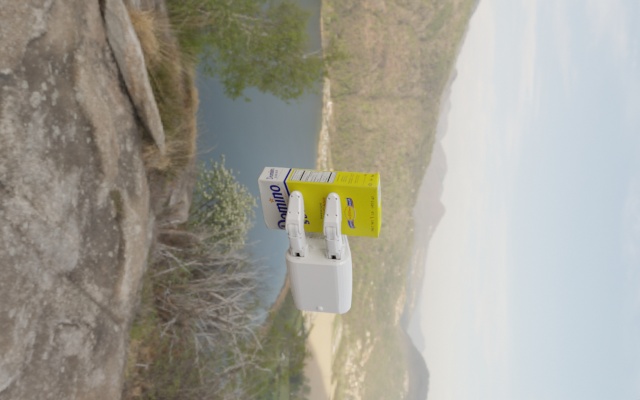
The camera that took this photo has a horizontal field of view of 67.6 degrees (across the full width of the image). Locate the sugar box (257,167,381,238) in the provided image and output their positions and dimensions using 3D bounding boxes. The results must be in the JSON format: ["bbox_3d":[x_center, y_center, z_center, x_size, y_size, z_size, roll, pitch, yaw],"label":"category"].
[{"bbox_3d":[0.000,0.003,0.708,0.176,0.093,0.048,2,35,11],"label":"sugar box"}]
